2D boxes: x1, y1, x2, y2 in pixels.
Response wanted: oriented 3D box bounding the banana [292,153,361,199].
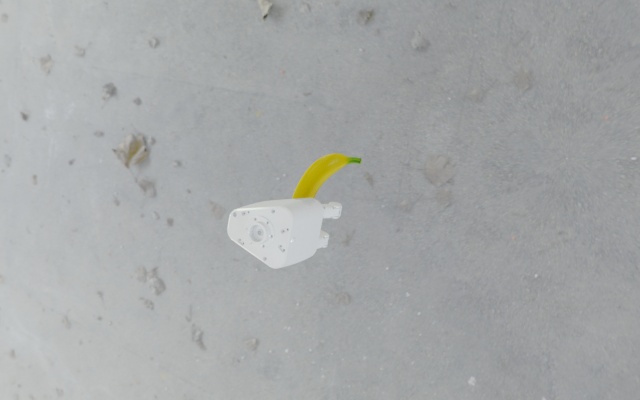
[{"bbox_3d":[-0.012,-0.011,0.839,0.069,0.198,0.037,39,16,12],"label":"banana"}]
